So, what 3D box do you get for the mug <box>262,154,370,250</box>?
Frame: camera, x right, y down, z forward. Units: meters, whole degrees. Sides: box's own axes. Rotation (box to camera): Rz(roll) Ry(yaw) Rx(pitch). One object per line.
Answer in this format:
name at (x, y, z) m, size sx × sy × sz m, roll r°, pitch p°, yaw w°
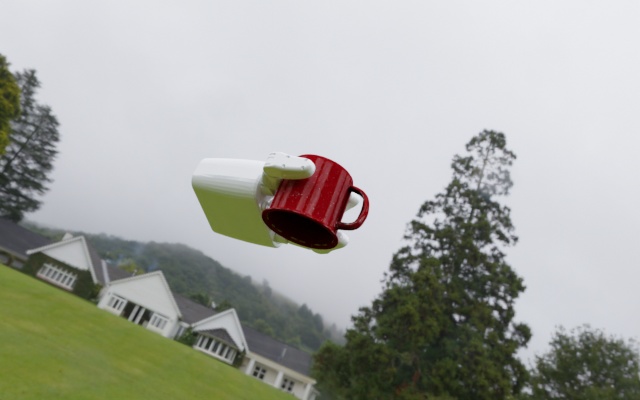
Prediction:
mug at (0.001, 0.002, 0.552) m, size 0.117 × 0.081 × 0.093 m, roll 9°, pitch -28°, yaw 25°
